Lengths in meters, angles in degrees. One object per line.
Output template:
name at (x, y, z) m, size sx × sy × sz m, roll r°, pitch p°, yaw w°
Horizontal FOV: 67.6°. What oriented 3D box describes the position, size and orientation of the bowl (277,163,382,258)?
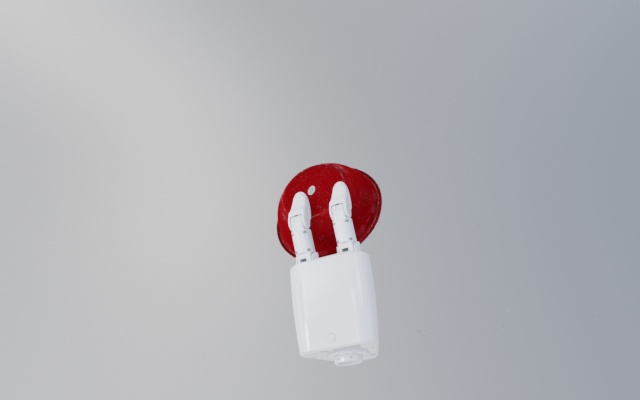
bowl at (0.000, 0.001, 0.659) m, size 0.162 × 0.162 × 0.055 m, roll 0°, pitch -35°, yaw 29°
